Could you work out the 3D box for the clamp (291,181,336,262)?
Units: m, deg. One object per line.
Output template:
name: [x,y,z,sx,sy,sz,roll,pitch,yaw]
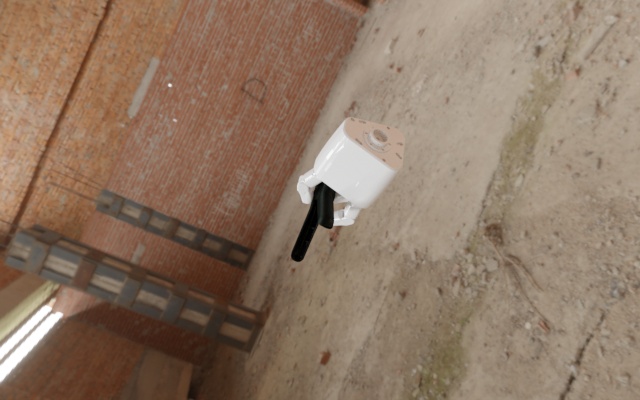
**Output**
clamp: [0.000,0.002,0.856,0.036,0.209,0.165,23,-40,-11]
